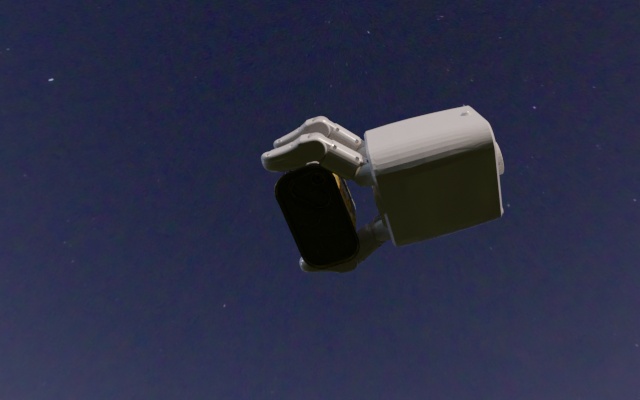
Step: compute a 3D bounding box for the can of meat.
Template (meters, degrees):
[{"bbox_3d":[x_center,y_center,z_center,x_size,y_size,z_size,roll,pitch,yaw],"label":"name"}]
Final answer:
[{"bbox_3d":[0.000,0.002,0.474,0.057,0.102,0.084,-18,21,11],"label":"can of meat"}]
